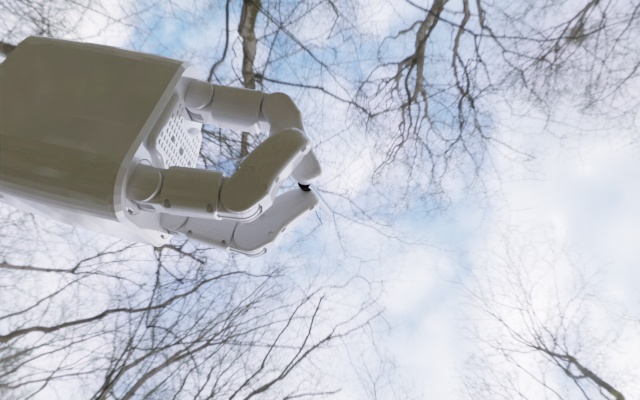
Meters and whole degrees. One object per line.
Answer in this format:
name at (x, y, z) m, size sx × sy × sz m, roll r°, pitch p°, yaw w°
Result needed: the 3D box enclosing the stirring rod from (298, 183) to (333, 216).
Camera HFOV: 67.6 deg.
stirring rod at (0.000, 0.001, 0.411) m, size 0.011 × 0.011 × 0.239 m, roll 0°, pitch -6°, yaw 5°
